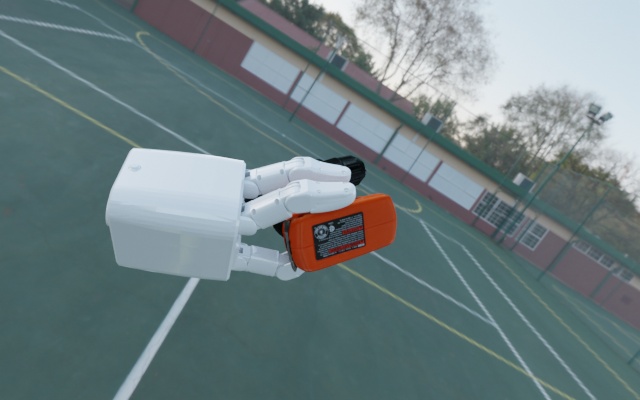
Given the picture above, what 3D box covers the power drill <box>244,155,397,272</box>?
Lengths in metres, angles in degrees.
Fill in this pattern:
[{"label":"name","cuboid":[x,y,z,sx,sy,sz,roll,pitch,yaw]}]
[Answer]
[{"label":"power drill","cuboid":[0.000,0.002,0.510,0.184,0.057,0.187,-18,21,-20]}]
